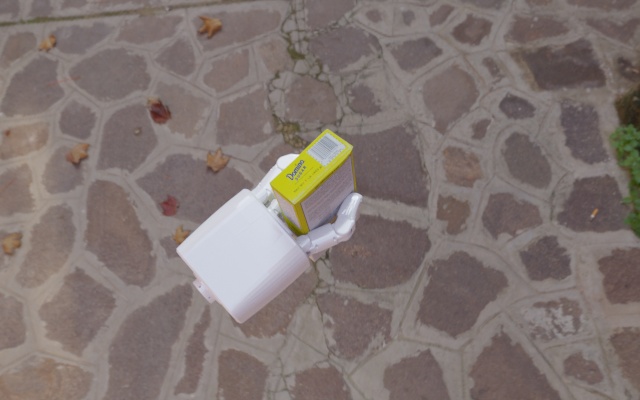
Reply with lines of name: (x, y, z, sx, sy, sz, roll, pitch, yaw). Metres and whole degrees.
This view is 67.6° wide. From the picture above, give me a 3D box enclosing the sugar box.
sugar box: (0.000, 0.002, 0.578, 0.048, 0.093, 0.176, 40, -16, 21)
